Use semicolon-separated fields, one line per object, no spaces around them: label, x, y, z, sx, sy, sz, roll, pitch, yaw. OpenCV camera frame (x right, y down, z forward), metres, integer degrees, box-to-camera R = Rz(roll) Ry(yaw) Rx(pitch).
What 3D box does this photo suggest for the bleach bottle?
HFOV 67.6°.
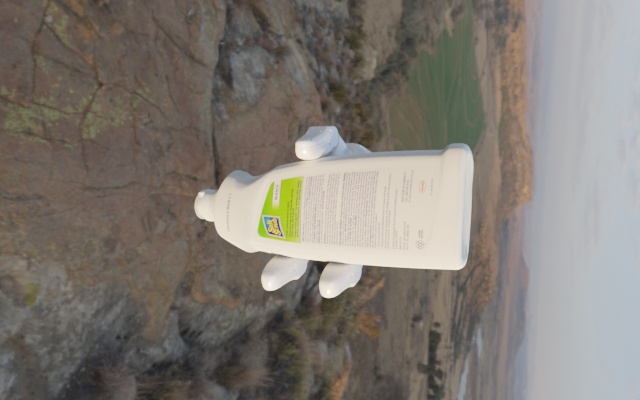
bleach bottle;0.000;0.001;0.423;0.251;0.102;0.068;3;-5;23
